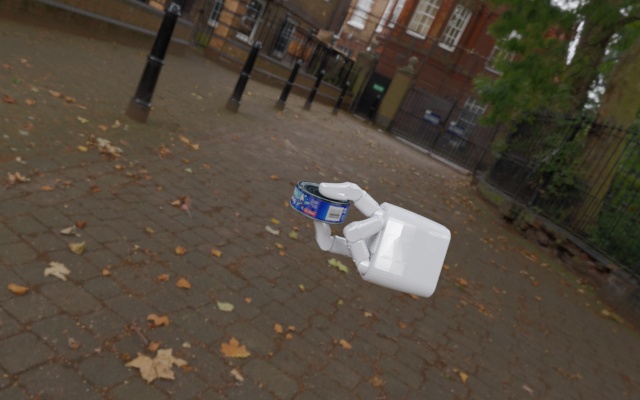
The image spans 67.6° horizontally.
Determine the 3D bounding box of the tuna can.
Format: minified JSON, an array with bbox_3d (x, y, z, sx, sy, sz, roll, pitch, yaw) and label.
[{"bbox_3d":[0.000,0.002,0.706,0.086,0.034,0.086,18,15,-5],"label":"tuna can"}]
